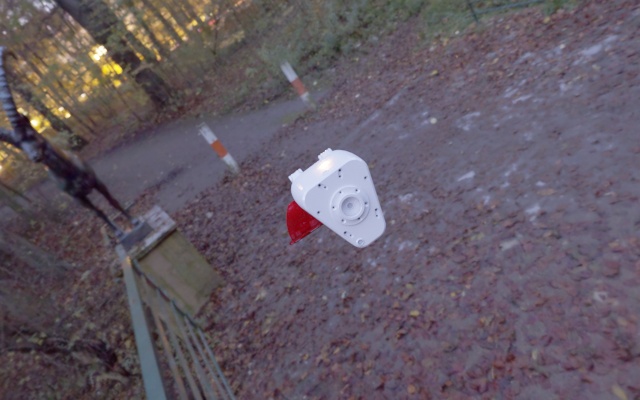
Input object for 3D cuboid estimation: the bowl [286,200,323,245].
[{"bbox_3d":[0.000,0.002,0.771,0.162,0.055,0.162,-37,1,1],"label":"bowl"}]
